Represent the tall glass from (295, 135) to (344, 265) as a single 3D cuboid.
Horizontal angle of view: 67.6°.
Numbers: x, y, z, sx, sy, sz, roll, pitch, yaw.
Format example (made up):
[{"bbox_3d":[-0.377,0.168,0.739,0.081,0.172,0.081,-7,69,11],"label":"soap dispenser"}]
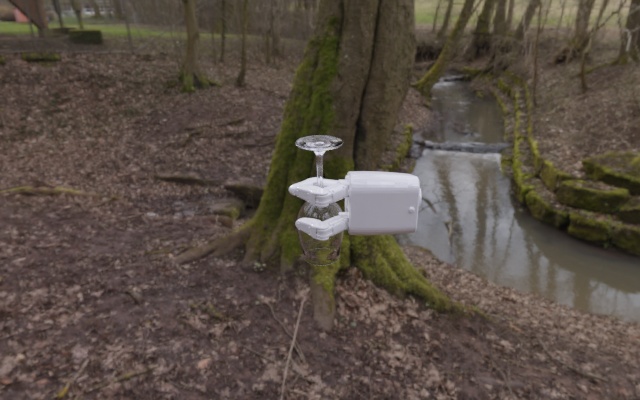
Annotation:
[{"bbox_3d":[0.000,0.002,0.765,0.079,0.201,0.079,0,23,0],"label":"tall glass"}]
